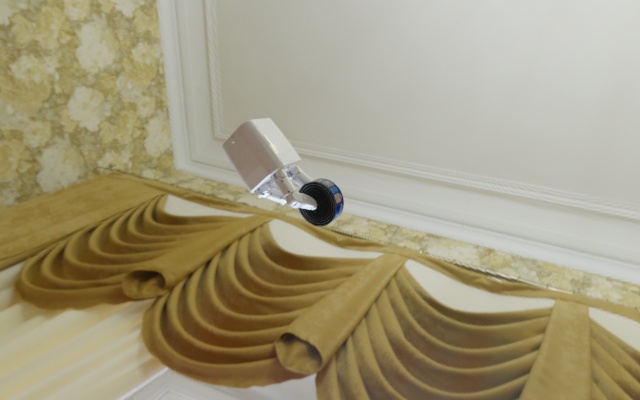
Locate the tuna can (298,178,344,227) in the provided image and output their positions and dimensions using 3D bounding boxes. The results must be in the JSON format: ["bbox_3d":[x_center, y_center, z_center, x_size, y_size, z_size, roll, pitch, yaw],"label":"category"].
[{"bbox_3d":[0.000,0.003,0.886,0.086,0.086,0.033,0,16,35],"label":"tuna can"}]
